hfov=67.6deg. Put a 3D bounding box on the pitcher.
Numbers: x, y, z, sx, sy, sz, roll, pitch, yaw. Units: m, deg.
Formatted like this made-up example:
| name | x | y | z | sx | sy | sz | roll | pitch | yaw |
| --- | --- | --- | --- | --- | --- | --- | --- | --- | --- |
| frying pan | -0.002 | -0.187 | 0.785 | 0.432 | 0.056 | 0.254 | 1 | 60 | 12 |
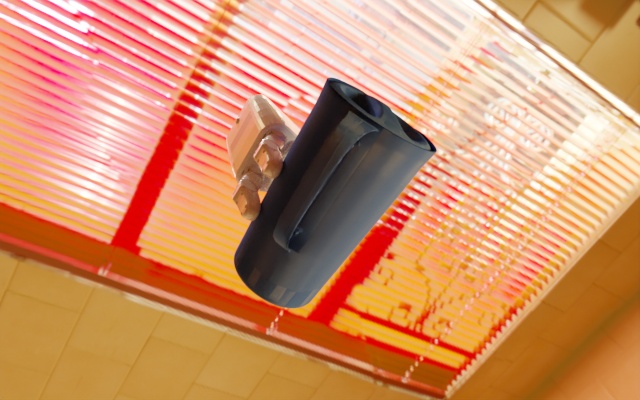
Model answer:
| name | x | y | z | sx | sy | sz | roll | pitch | yaw |
| --- | --- | --- | --- | --- | --- | --- | --- | --- | --- |
| pitcher | 0.000 | 0.002 | 0.517 | 0.149 | 0.243 | 0.145 | 19 | 25 | -34 |
